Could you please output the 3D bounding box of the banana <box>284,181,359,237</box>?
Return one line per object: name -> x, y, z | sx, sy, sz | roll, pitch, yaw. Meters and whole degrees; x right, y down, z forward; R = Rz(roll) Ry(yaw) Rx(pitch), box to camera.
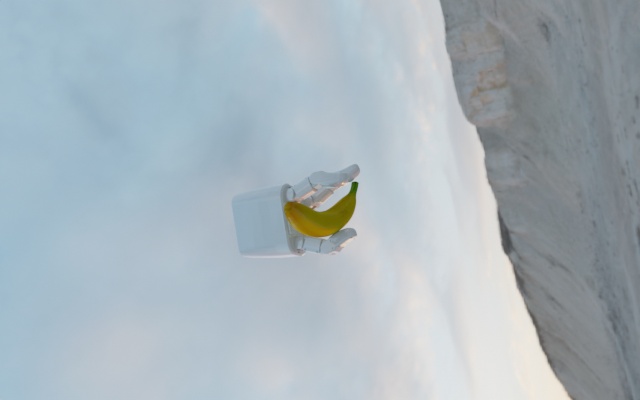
banana -> 0.005, 0.020, 0.698 | 0.037, 0.069, 0.198 | -5, 8, 30
